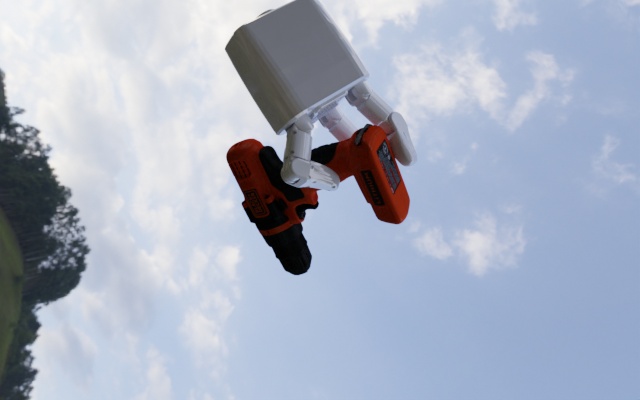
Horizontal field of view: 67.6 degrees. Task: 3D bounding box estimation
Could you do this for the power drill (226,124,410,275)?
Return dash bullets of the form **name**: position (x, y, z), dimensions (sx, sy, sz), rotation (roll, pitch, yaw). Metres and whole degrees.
- **power drill**: position (0.000, 0.001, 0.541), dimensions (0.187, 0.184, 0.057), rotation (-12, 26, 28)
